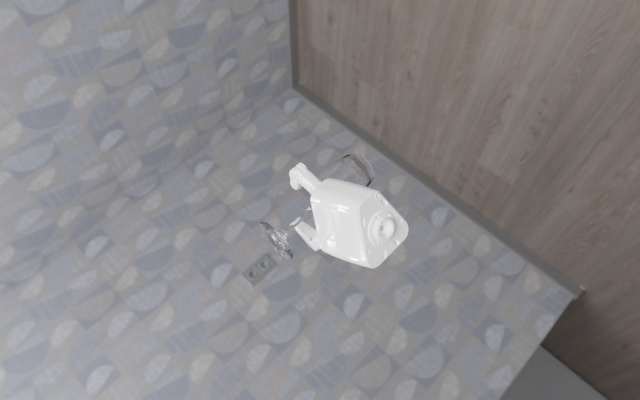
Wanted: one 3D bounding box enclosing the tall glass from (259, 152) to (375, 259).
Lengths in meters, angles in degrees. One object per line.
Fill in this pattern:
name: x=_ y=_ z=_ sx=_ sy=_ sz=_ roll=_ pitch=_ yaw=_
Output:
tall glass: x=0.000 y=0.003 z=0.773 sx=0.201 sy=0.079 sz=0.079 roll=-41 pitch=19 yaw=-23
